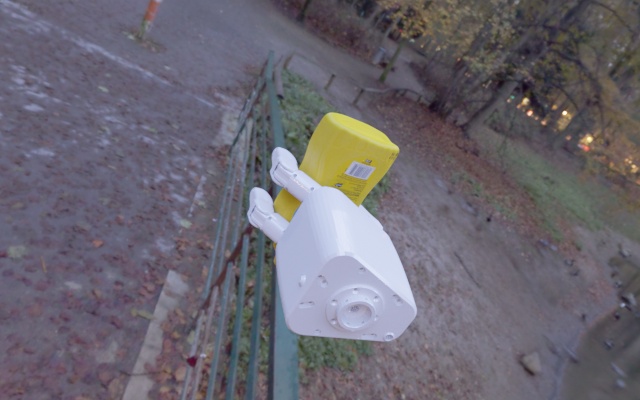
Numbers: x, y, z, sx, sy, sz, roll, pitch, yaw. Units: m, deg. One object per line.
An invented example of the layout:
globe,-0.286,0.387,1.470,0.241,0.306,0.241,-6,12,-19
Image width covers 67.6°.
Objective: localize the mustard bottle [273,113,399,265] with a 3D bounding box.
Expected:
mustard bottle,0.000,0.001,0.531,0.096,0.192,0.058,12,29,-41
